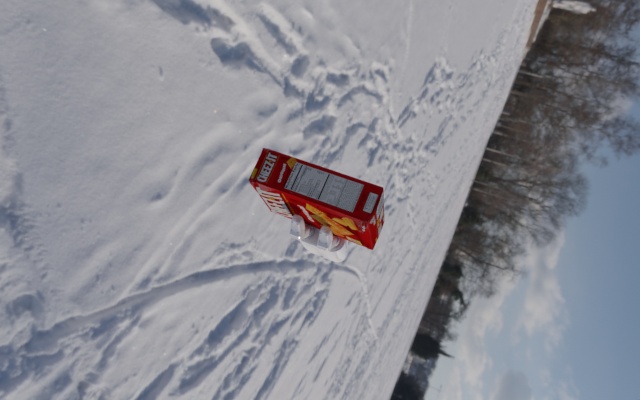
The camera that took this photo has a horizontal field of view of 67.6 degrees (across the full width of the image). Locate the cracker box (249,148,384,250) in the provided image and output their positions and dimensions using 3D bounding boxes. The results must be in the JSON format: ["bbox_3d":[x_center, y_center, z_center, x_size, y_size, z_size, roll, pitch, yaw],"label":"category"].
[{"bbox_3d":[0.000,0.003,0.825,0.213,0.072,0.164,19,-17,14],"label":"cracker box"}]
